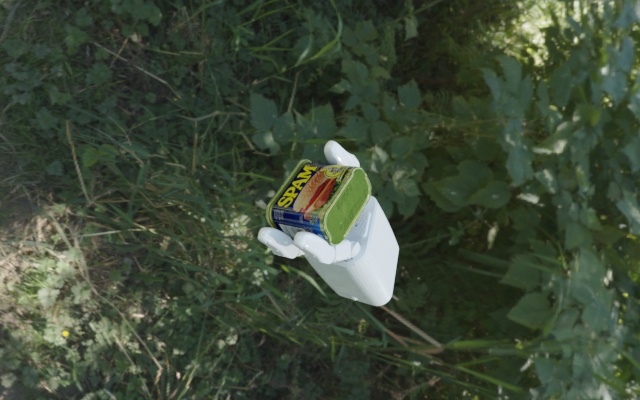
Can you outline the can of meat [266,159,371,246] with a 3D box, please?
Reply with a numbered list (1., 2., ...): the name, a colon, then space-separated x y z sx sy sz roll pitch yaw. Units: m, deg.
1. can of meat: 0.000 0.002 0.562 0.084 0.102 0.057 8 -39 38
